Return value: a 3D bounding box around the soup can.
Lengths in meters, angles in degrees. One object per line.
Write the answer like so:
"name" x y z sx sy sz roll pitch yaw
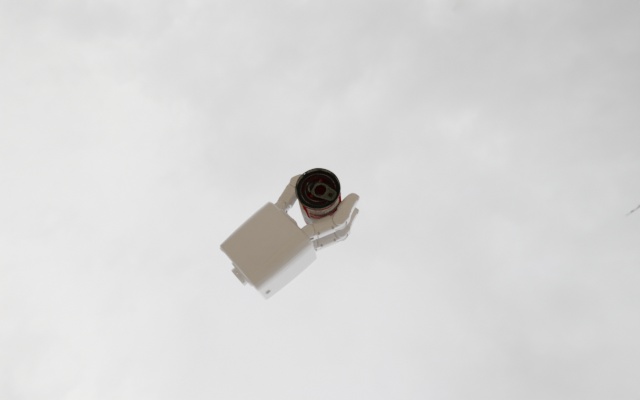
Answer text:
"soup can" 0.000 0.002 0.746 0.068 0.068 0.102 0 -24 5
